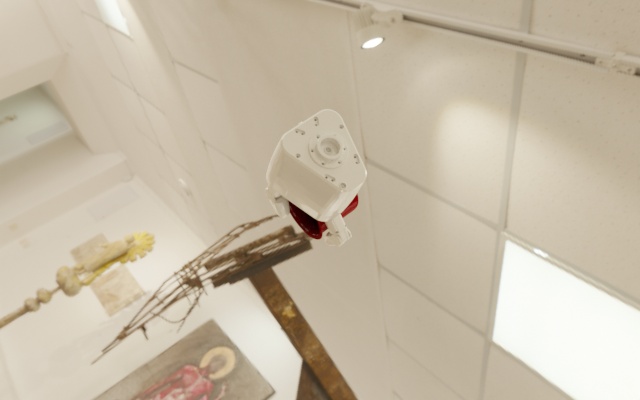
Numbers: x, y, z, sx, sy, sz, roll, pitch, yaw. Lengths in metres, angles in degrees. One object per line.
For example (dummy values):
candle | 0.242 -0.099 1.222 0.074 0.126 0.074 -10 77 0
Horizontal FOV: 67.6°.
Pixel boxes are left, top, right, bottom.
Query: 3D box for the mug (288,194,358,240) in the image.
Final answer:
mug | 0.000 0.003 0.735 0.081 0.093 0.117 -34 -7 -22
